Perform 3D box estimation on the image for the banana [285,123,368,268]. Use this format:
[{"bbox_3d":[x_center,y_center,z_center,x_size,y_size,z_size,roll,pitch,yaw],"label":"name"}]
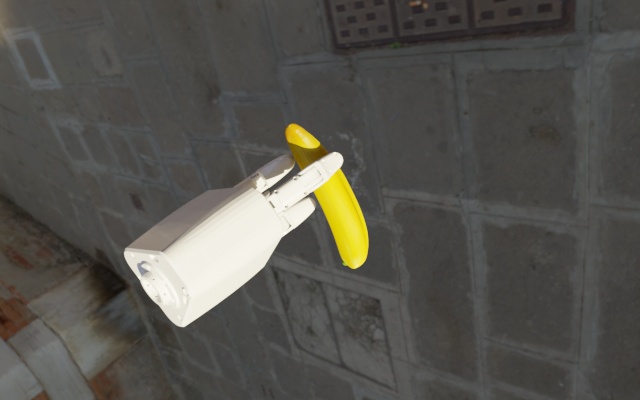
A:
[{"bbox_3d":[0.014,0.007,0.531,0.037,0.198,0.069,-38,31,-31],"label":"banana"}]
